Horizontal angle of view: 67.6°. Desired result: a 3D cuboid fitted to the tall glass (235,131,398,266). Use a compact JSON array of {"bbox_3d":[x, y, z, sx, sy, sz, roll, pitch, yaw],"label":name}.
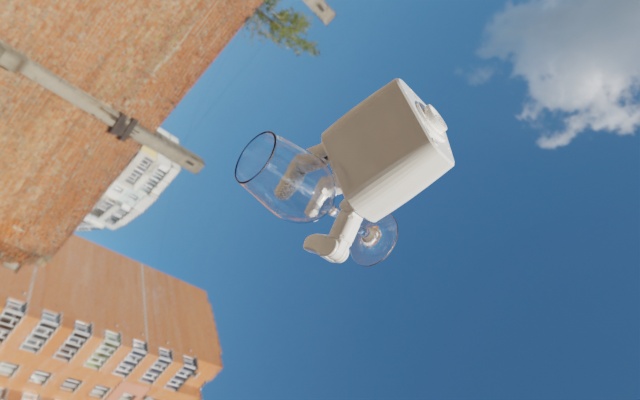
[{"bbox_3d":[0.000,0.002,0.538,0.201,0.079,0.079,34,-22,-35],"label":"tall glass"}]
